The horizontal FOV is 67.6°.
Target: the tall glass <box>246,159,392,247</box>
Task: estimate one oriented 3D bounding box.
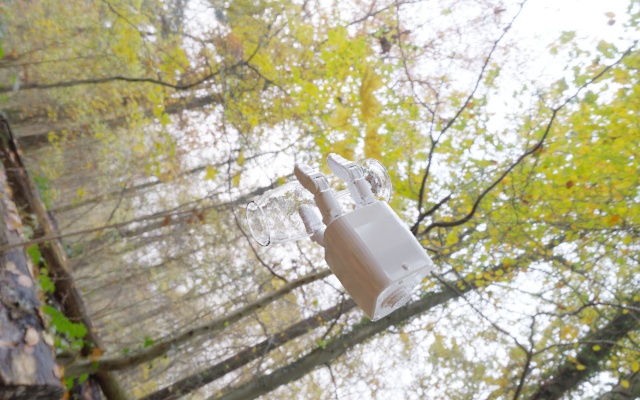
[{"bbox_3d":[0.001,0.002,0.660,0.201,0.079,0.079,-19,10,-30],"label":"tall glass"}]
